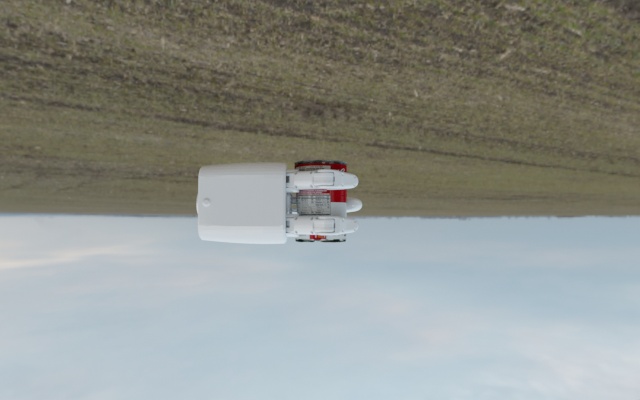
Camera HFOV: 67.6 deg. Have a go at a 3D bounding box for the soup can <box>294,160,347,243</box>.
[{"bbox_3d":[0.001,0.002,0.614,0.068,0.102,0.068,0,-2,0],"label":"soup can"}]
